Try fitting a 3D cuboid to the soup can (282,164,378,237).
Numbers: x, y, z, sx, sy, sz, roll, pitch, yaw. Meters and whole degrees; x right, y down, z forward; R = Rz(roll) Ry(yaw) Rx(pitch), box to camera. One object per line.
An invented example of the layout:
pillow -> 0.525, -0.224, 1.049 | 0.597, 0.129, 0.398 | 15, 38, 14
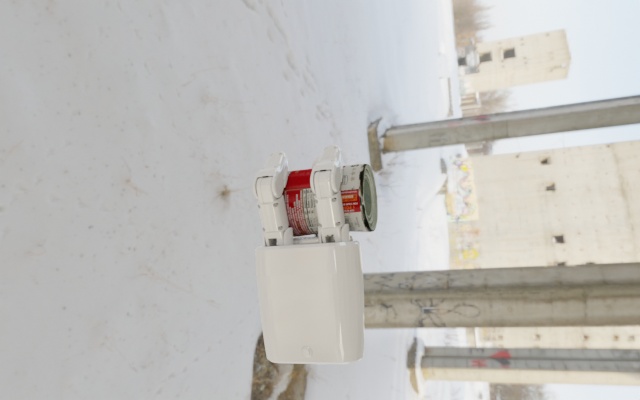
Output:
soup can -> 0.000, 0.001, 0.471 | 0.102, 0.068, 0.068 | -5, -2, 17
